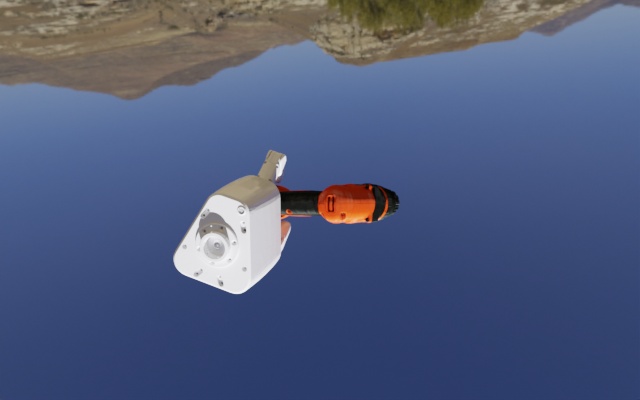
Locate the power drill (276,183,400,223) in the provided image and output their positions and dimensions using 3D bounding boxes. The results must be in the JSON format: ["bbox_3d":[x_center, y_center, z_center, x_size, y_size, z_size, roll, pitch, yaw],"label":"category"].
[{"bbox_3d":[0.000,0.002,0.663,0.187,0.057,0.184,-1,-2,30],"label":"power drill"}]
